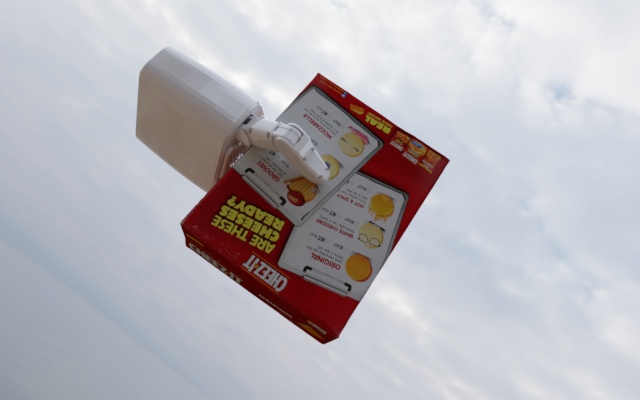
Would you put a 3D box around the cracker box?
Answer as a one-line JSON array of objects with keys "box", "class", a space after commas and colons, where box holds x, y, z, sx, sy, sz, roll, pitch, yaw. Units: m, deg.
[{"box": [0.000, 0.001, 0.463, 0.164, 0.213, 0.072, 35, -25, 5], "class": "cracker box"}]
